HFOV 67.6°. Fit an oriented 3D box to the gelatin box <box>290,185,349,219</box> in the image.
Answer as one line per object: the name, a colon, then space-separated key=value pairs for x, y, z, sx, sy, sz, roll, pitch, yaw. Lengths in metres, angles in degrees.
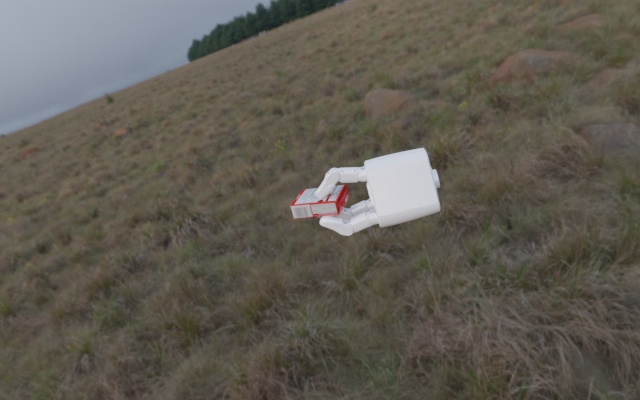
gelatin box: x=0.000 y=0.002 z=0.855 sx=0.089 sy=0.030 sz=0.073 roll=-5 pitch=23 yaw=20
